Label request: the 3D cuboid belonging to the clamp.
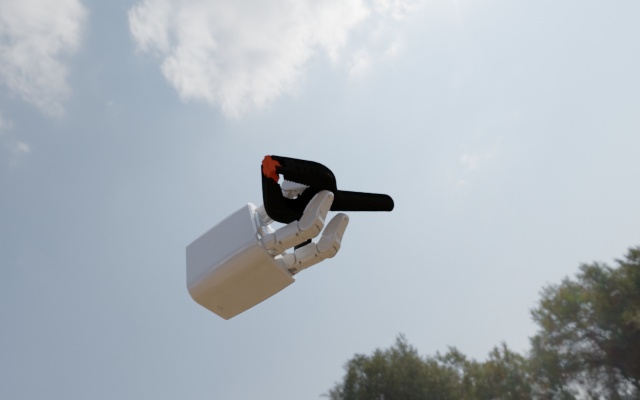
[{"bbox_3d":[-0.001,0.001,0.605,0.164,0.036,0.210,-32,-39,5],"label":"clamp"}]
